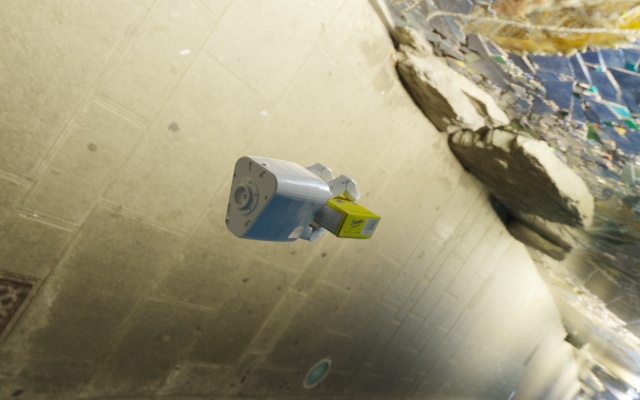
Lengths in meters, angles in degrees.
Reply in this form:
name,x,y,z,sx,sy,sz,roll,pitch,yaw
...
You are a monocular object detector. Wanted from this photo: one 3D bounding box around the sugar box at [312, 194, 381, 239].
name,x,y,z,sx,sy,sz,roll,pitch,yaw
sugar box,0.000,0.002,0.759,0.176,0.048,0.093,34,16,36
